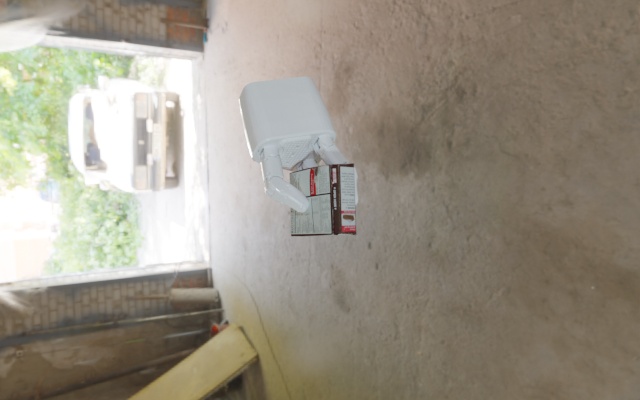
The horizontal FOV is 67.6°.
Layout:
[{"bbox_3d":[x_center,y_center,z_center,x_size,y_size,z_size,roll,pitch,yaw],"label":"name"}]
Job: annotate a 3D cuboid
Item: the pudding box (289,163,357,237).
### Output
[{"bbox_3d":[0.000,0.002,0.620,0.039,0.090,0.113,-1,-3,-30],"label":"pudding box"}]
